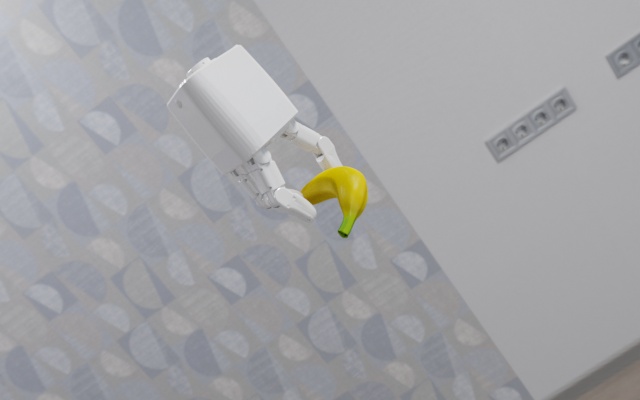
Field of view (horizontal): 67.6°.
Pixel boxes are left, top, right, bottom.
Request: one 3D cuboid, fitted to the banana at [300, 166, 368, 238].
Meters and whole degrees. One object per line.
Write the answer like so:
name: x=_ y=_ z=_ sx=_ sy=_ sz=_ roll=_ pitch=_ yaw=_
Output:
banana: x=0.014 y=-0.011 z=0.558 sx=0.037 sy=0.069 sz=0.197 roll=46 pitch=-4 yaw=-15
